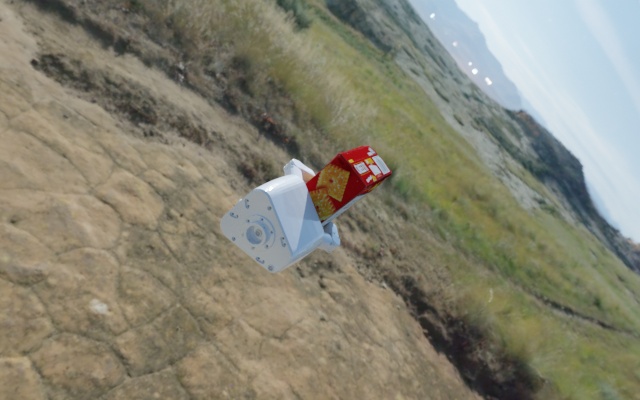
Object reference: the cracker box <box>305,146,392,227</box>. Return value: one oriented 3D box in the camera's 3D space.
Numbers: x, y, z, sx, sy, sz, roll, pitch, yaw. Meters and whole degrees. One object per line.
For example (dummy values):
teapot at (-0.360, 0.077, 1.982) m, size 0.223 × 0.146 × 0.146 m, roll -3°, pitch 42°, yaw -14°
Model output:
cracker box at (0.000, 0.003, 0.786) m, size 0.214 × 0.072 × 0.164 m, roll -39°, pitch -5°, yaw 24°
